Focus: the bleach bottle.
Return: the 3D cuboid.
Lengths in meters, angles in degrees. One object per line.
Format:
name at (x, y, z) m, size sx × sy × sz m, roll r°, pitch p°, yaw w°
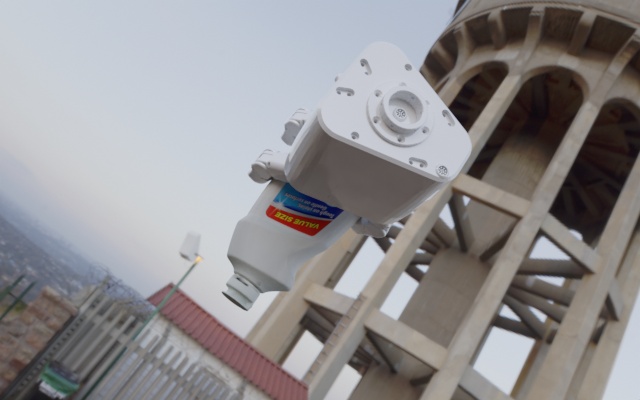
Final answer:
bleach bottle at (0.000, 0.001, 0.468) m, size 0.102 × 0.250 × 0.068 m, roll 37°, pitch -22°, yaw -2°
